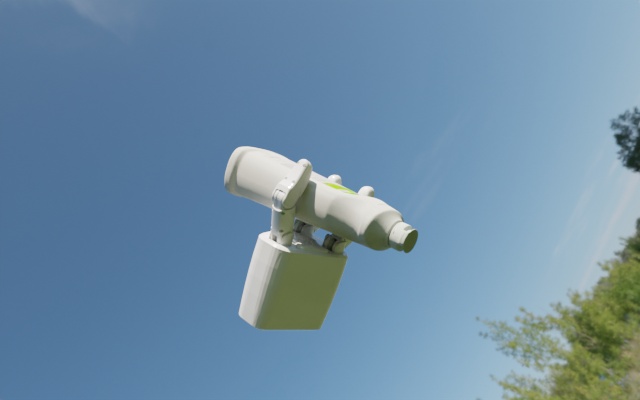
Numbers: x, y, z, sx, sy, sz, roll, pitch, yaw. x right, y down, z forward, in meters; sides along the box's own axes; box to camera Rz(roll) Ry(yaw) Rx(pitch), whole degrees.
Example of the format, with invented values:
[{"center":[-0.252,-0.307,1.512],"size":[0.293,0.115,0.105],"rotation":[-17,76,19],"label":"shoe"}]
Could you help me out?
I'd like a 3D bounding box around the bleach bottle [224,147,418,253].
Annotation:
[{"center":[0.000,0.002,0.580],"size":[0.250,0.068,0.102],"rotation":[24,13,37],"label":"bleach bottle"}]
